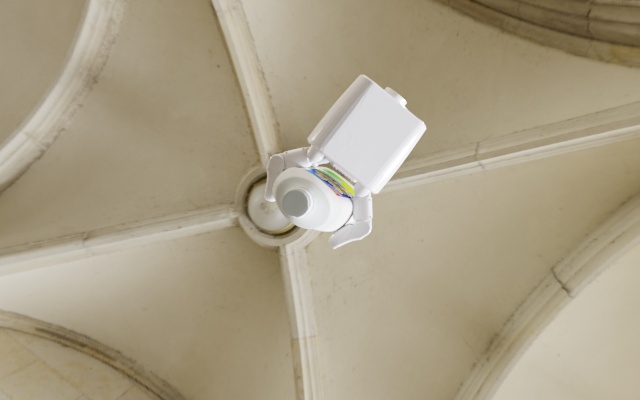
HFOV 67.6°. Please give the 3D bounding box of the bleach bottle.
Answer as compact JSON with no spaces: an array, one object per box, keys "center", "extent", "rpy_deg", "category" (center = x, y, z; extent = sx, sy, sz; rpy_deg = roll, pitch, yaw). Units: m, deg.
[{"center":[0.000,0.002,0.604],"extent":[0.102,0.068,0.251],"rpy_deg":[40,8,5],"category":"bleach bottle"}]
